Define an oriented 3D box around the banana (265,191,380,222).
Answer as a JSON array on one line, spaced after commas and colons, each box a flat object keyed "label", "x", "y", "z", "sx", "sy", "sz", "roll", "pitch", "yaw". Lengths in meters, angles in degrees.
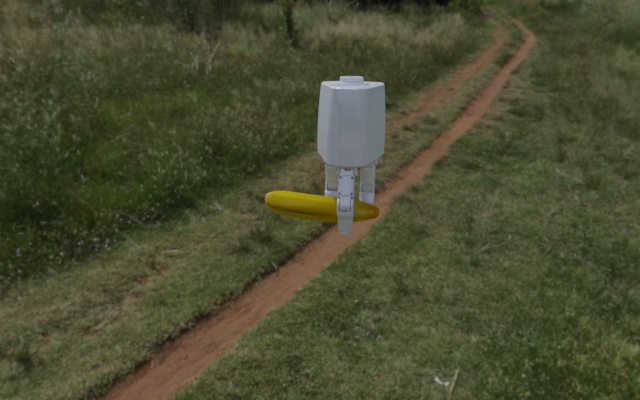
[{"label": "banana", "x": -0.013, "y": 0.006, "z": 0.715, "sx": 0.198, "sy": 0.037, "sz": 0.069, "roll": 9, "pitch": 18, "yaw": 30}]
